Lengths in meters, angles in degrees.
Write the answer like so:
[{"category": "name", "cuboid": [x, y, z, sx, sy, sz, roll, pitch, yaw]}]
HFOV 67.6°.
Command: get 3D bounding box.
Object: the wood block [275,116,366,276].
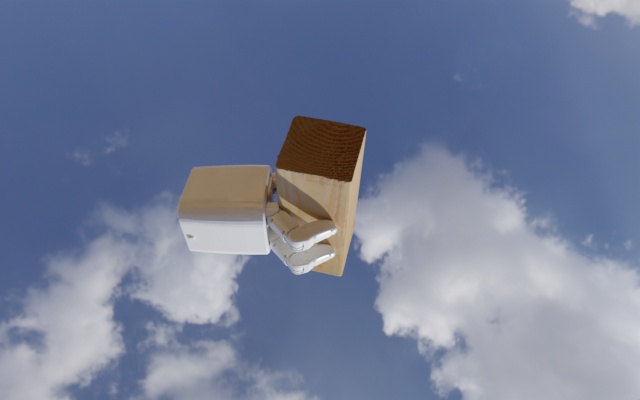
[{"category": "wood block", "cuboid": [0.000, 0.002, 0.622, 0.090, 0.090, 0.206, 11, -37, 7]}]
